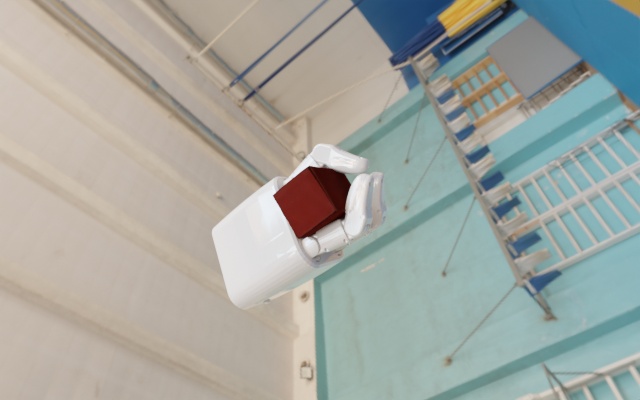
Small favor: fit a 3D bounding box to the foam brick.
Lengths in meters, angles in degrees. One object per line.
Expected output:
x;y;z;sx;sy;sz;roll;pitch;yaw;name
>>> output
0.000;0.001;0.482;0.051;0.053;0.078;-36;-14;22;foam brick
